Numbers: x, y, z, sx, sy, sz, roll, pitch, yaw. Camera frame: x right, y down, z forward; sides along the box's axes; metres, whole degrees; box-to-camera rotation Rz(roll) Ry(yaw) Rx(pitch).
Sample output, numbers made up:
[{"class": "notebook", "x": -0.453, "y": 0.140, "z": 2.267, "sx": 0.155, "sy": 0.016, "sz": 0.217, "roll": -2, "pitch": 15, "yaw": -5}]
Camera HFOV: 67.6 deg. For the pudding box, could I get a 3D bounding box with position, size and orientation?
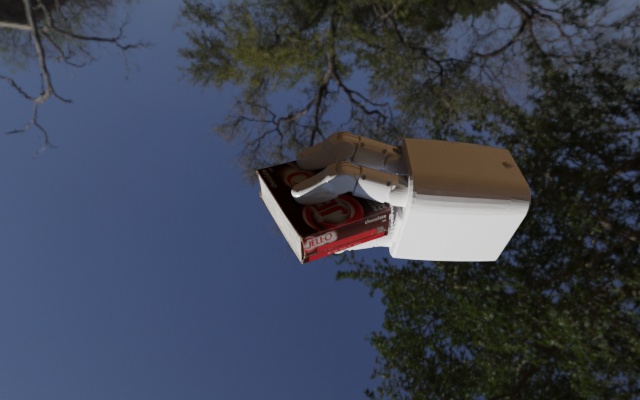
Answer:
[{"class": "pudding box", "x": 0.000, "y": 0.002, "z": 0.457, "sx": 0.090, "sy": 0.039, "sz": 0.113, "roll": -16, "pitch": 39, "yaw": -21}]
